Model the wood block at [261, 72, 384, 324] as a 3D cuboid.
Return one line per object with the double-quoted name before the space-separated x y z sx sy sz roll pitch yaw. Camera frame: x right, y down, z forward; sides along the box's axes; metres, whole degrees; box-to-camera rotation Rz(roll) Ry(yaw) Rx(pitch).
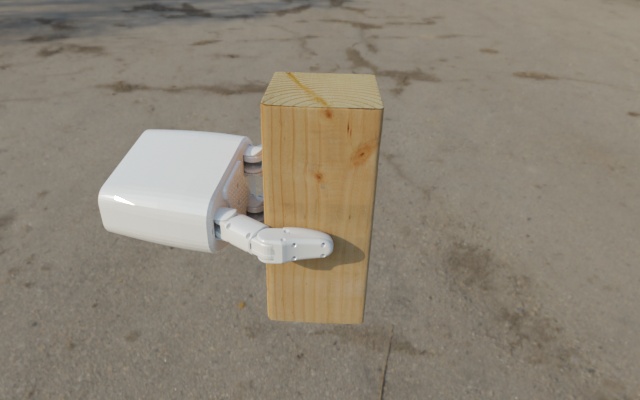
"wood block" 0.000 0.001 0.425 0.090 0.206 0.090 2 30 1
